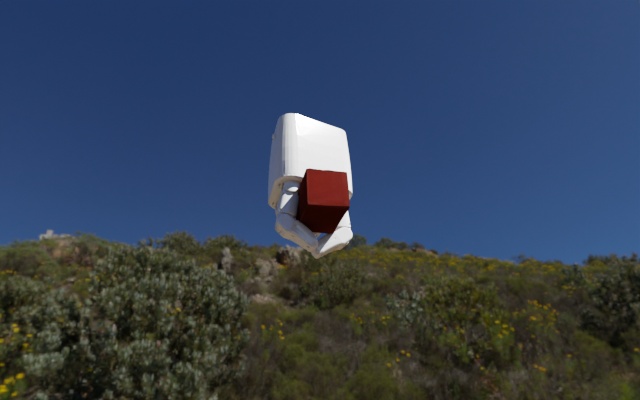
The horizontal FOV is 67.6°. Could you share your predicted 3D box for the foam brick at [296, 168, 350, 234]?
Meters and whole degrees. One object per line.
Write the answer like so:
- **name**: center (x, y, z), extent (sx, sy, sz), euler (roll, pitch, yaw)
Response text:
- **foam brick**: center (0.000, 0.002, 0.594), extent (0.053, 0.051, 0.078), euler (6, -28, -12)
